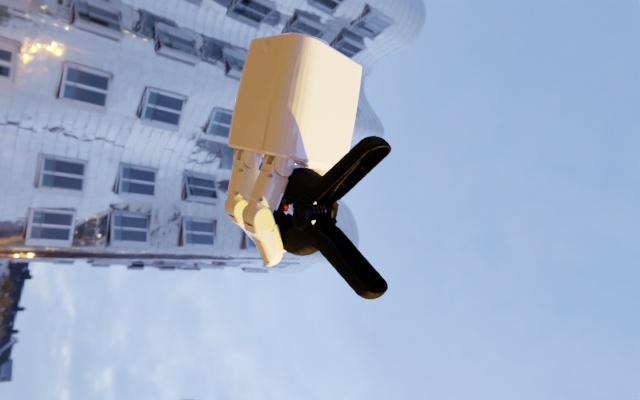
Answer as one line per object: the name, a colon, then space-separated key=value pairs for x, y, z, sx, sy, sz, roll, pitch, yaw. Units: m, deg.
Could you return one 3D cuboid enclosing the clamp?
clamp: x=0.000 y=0.001 z=0.407 sx=0.039 sy=0.120 sz=0.171 roll=7 pitch=6 yaw=-40
